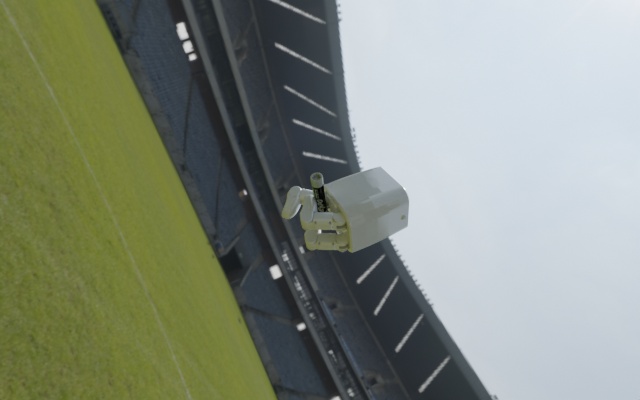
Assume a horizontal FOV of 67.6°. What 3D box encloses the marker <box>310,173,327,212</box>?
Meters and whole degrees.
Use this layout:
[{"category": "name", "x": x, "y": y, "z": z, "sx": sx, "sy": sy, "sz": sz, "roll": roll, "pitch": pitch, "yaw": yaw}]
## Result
[{"category": "marker", "x": 0.000, "y": 0.002, "z": 0.758, "sx": 0.020, "sy": 0.020, "sz": 0.121, "roll": 0, "pitch": -39, "yaw": 7}]
